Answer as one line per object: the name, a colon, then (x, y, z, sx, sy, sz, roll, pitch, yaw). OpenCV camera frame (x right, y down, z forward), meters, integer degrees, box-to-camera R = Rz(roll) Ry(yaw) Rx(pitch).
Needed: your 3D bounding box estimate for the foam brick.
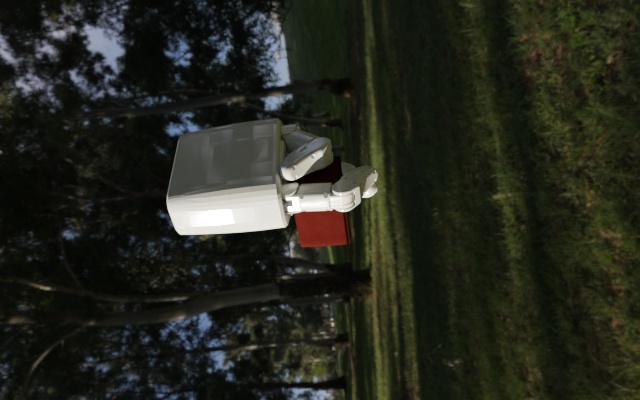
foam brick: (0.000, 0.002, 0.488, 0.051, 0.078, 0.053, -7, 33, 4)
